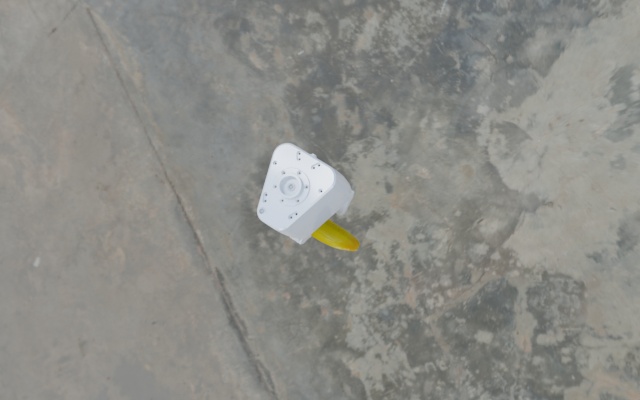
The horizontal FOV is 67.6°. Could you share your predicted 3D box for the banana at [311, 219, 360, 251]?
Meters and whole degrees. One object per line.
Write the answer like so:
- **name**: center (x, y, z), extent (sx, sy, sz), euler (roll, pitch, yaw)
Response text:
- **banana**: center (-0.018, 0.009, 0.754), extent (0.069, 0.197, 0.037), euler (-30, -19, -13)
